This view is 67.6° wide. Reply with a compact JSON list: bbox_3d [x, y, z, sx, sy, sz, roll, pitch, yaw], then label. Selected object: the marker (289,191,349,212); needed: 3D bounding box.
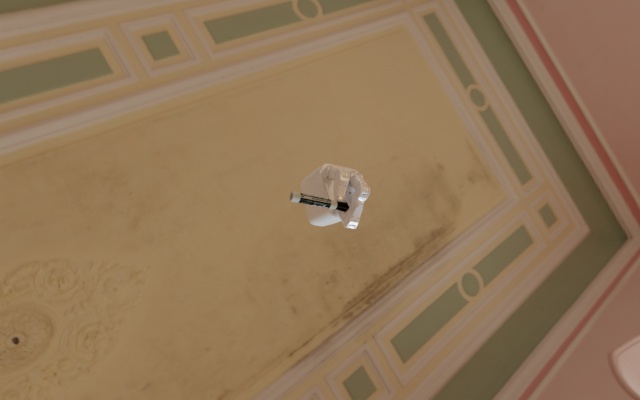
[{"bbox_3d":[0.000,0.003,0.898,0.121,0.020,0.020,11,-5,-25],"label":"marker"}]
